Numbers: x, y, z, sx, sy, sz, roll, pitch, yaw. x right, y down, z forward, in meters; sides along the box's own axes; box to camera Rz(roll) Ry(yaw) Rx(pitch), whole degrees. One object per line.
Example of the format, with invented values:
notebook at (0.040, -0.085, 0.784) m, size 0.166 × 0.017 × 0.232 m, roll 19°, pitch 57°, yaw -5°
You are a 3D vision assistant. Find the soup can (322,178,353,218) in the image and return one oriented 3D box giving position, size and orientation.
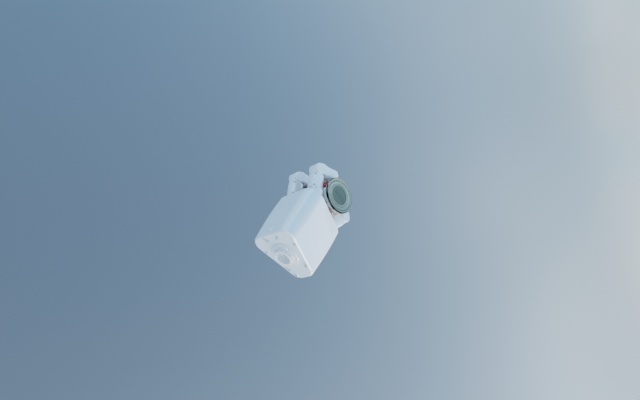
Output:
soup can at (0.001, 0.003, 0.874) m, size 0.102 × 0.068 × 0.068 m, roll -20°, pitch -14°, yaw 42°
